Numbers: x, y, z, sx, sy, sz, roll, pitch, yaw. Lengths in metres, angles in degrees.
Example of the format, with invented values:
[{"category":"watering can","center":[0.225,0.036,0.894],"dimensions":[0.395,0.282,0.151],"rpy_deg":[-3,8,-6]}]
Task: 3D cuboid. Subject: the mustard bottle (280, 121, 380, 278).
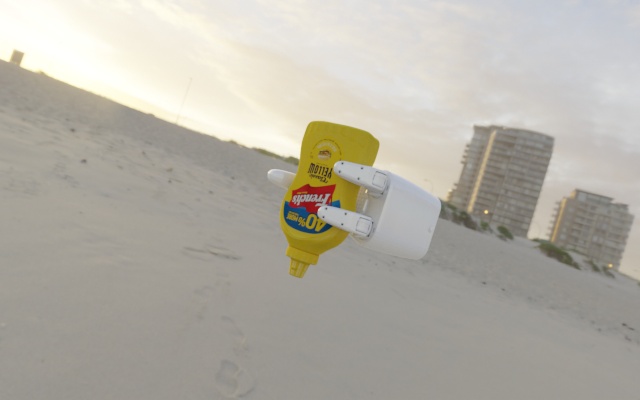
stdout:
[{"category":"mustard bottle","center":[0.000,0.002,0.589],"dimensions":[0.096,0.191,0.058],"rpy_deg":[17,-3,29]}]
